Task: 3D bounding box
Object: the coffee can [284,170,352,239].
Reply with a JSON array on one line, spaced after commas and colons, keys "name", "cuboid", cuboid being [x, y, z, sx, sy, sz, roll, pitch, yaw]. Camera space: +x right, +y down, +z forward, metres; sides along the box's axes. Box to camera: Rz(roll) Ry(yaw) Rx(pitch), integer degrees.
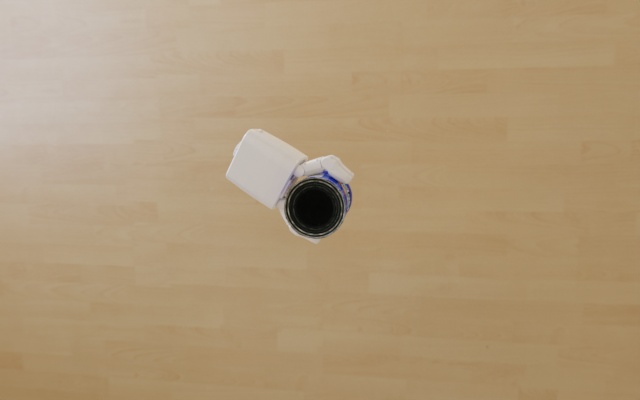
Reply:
[{"name": "coffee can", "cuboid": [0.000, 0.003, 0.842, 0.103, 0.103, 0.140, 0, 8, 8]}]
